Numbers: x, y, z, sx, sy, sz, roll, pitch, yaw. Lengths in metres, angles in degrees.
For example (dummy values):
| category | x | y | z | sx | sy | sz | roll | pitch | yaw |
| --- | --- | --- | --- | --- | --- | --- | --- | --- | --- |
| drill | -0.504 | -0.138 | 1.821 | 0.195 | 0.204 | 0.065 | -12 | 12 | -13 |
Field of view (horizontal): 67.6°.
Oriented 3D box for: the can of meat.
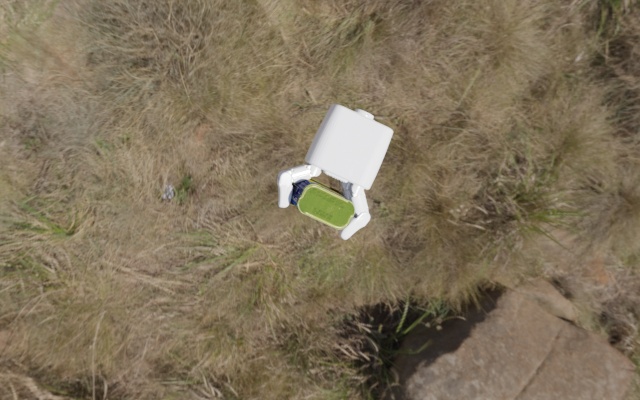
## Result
| category | x | y | z | sx | sy | sz | roll | pitch | yaw |
| --- | --- | --- | --- | --- | --- | --- | --- | --- | --- |
| can of meat | 0.000 | 0.003 | 0.795 | 0.102 | 0.057 | 0.084 | 25 | 4 | -19 |
